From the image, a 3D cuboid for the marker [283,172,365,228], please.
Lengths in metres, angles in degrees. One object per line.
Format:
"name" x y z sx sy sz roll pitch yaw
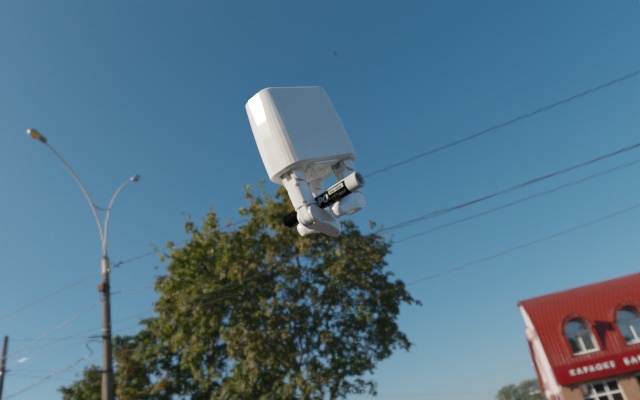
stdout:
"marker" 0.000 0.002 0.564 0.121 0.020 0.020 -31 -18 32
